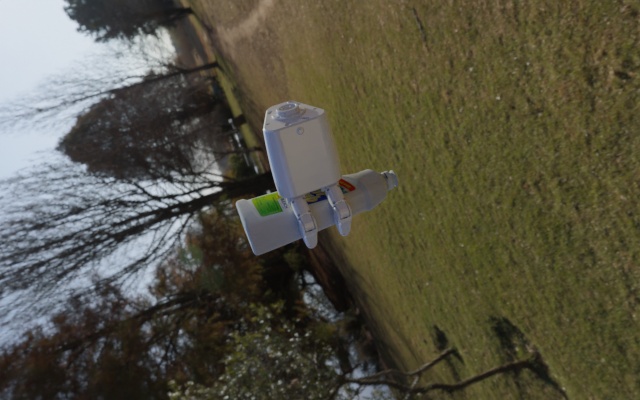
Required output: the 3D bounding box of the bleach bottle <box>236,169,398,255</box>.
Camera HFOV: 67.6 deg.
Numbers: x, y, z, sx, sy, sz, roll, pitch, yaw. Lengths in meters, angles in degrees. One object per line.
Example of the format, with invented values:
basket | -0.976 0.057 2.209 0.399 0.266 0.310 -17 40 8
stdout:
bleach bottle | 0.000 0.003 0.754 0.251 0.068 0.102 -20 31 -11
